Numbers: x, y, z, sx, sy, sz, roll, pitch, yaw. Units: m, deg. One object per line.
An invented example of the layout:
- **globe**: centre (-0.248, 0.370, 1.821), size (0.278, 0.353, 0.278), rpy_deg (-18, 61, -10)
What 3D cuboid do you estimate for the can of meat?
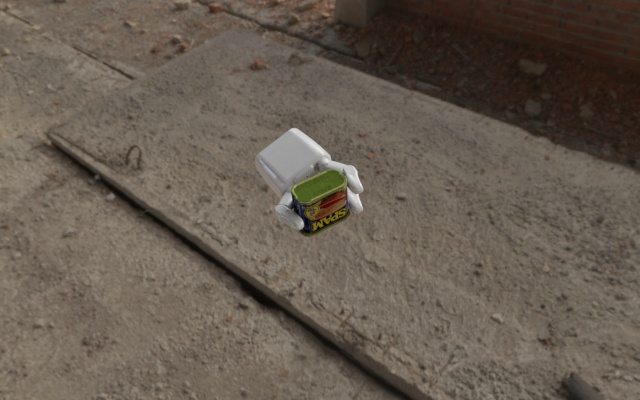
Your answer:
- **can of meat**: centre (0.000, 0.003, 0.832), size (0.102, 0.084, 0.057), rpy_deg (-26, 49, -19)
